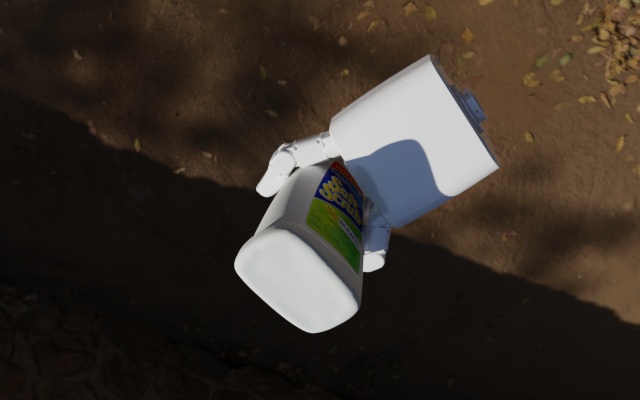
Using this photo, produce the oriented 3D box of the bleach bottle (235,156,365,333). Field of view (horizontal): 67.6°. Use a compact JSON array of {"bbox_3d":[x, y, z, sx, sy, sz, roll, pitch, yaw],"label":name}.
[{"bbox_3d":[0.000,0.002,0.461,0.068,0.102,0.250,-33,21,25],"label":"bleach bottle"}]
